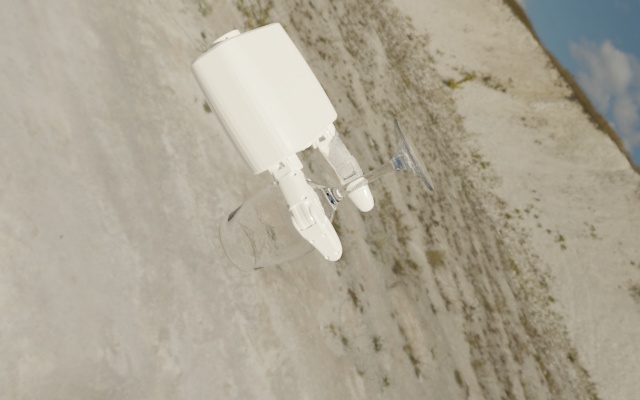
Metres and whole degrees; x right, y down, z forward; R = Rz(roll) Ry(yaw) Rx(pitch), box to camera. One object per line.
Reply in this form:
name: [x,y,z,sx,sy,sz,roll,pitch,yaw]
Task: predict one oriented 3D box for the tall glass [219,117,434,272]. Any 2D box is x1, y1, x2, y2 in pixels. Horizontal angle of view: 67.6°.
tall glass: [0.001,0.001,0.457,0.201,0.079,0.079,-28,-9,17]
